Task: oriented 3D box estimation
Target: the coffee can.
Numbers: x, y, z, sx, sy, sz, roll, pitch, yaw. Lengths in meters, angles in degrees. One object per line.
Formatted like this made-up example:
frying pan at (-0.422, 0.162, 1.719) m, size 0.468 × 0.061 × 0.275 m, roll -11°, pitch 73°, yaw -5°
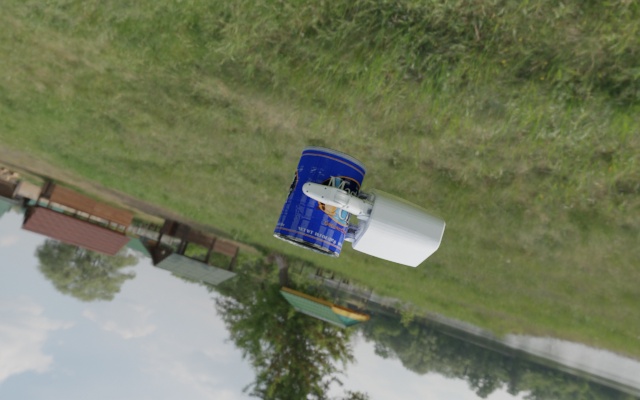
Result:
coffee can at (0.000, 0.002, 0.716) m, size 0.103 × 0.140 × 0.103 m, roll 18°, pitch -10°, yaw 3°
